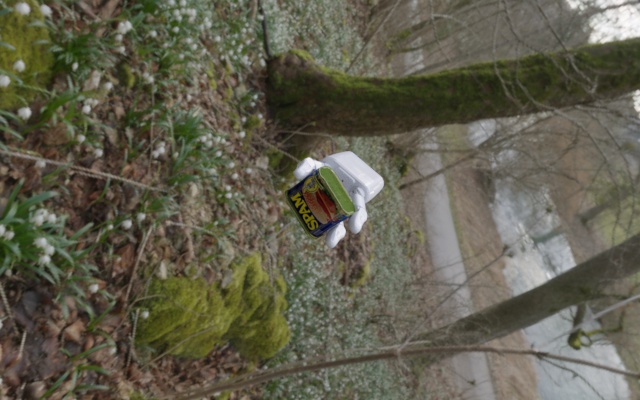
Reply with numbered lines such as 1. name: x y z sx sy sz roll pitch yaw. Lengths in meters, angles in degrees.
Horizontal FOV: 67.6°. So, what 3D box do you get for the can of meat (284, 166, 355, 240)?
1. can of meat: 0.000 0.002 0.819 0.084 0.102 0.057 -35 -6 27
